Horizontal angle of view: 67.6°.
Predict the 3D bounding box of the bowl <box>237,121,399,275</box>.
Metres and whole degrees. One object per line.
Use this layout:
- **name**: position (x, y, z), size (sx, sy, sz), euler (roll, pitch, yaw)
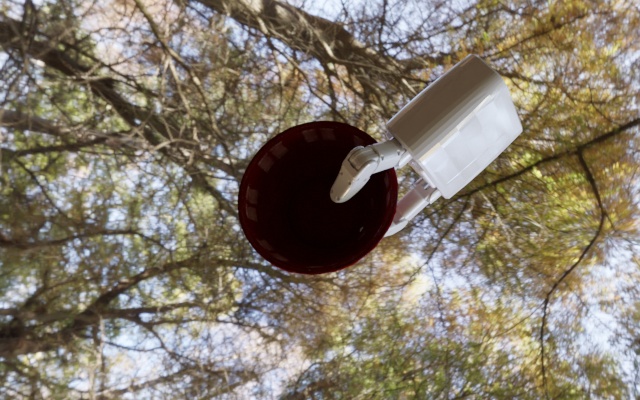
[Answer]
- **bowl**: position (-0.001, 0.002, 0.491), size (0.162, 0.162, 0.055), euler (0, -20, 13)
